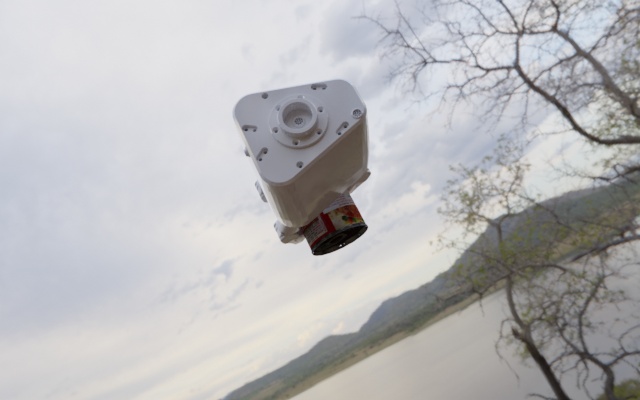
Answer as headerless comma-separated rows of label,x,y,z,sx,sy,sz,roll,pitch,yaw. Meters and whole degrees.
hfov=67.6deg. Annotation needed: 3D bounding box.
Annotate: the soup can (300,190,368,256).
soup can,0.000,0.002,0.536,0.068,0.102,0.068,-24,-20,-9
